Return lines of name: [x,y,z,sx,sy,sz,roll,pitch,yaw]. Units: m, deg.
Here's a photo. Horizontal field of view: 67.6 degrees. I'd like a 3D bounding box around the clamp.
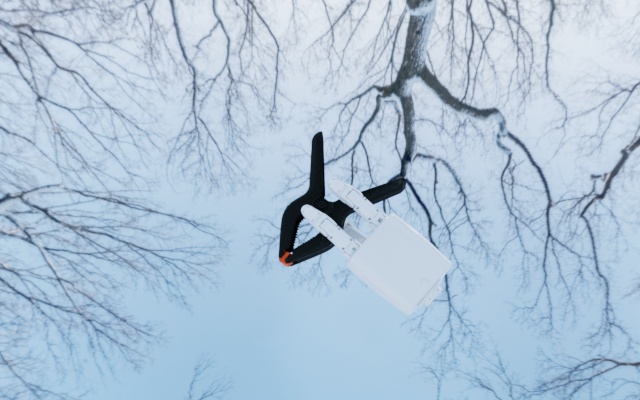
clamp: [0.000,0.003,0.709,0.164,0.210,0.036,39,-9,22]
